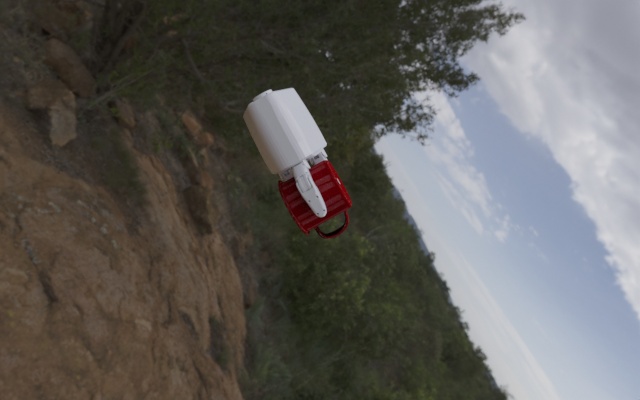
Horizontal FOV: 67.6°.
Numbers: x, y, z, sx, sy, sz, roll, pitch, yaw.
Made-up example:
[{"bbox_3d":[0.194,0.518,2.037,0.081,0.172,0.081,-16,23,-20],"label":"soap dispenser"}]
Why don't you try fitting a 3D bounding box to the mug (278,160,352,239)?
[{"bbox_3d":[0.001,0.004,0.716,0.081,0.117,0.093,-29,9,7],"label":"mug"}]
